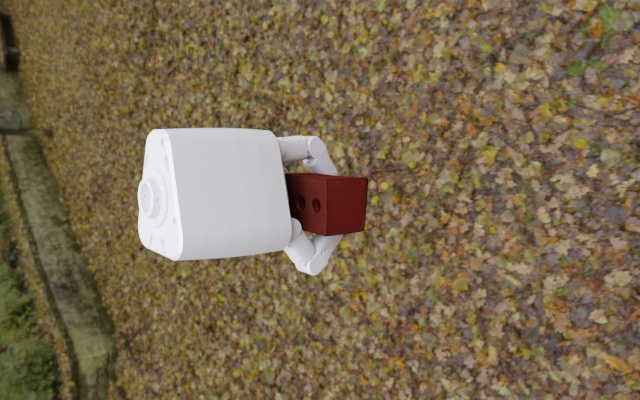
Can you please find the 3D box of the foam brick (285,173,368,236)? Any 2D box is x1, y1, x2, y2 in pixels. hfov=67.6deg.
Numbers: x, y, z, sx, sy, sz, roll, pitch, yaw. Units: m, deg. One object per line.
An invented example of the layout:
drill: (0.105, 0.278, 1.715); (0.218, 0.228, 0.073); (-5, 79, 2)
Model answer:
foam brick: (0.000, 0.001, 0.462); (0.051, 0.053, 0.078); (-4, 8, -40)
